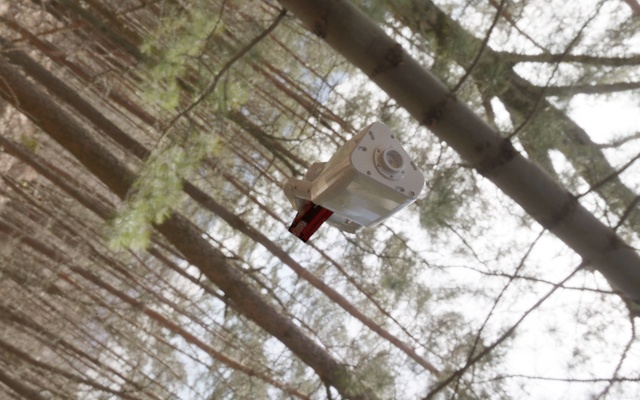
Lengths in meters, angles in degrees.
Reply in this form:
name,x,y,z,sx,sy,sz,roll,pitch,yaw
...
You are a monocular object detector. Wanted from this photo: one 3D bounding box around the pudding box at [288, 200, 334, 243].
name,x,y,z,sx,sy,sz,roll,pitch,yaw
pudding box,0.000,0.002,0.742,0.039,0.090,0.113,40,29,-7
